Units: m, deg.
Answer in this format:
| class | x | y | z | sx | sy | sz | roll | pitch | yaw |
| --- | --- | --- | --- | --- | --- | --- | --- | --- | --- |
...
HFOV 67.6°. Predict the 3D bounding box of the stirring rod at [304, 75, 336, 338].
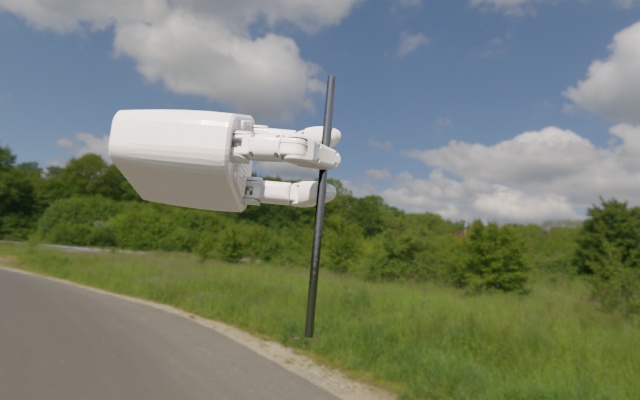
| class | x | y | z | sx | sy | sz | roll | pitch | yaw |
| --- | --- | --- | --- | --- | --- | --- | --- | --- | --- |
| stirring rod | 0.000 | 0.002 | 0.437 | 0.011 | 0.239 | 0.011 | 5 | -8 | 1 |
